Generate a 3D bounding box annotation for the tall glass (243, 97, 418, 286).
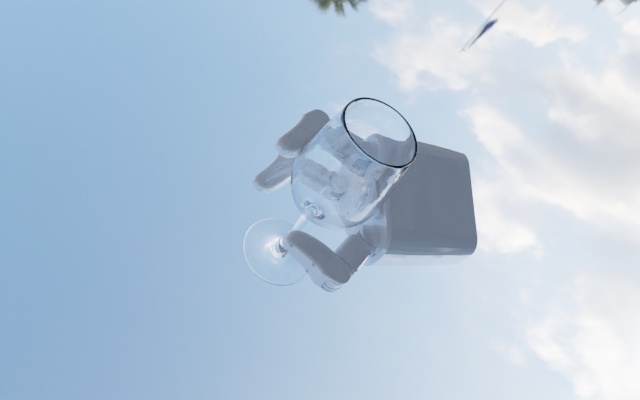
[{"bbox_3d":[0.000,0.002,0.408,0.079,0.079,0.201,0,-30,-30],"label":"tall glass"}]
